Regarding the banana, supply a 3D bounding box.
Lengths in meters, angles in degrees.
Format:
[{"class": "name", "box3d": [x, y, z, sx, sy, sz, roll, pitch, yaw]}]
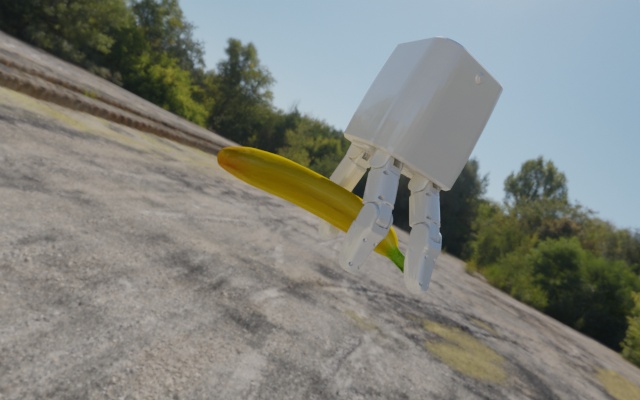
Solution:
[{"class": "banana", "box3d": [-0.001, -0.001, 0.429, 0.198, 0.037, 0.069, 29, 7, -16]}]
